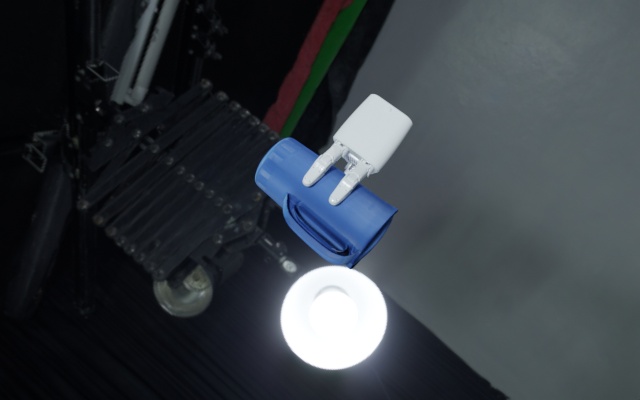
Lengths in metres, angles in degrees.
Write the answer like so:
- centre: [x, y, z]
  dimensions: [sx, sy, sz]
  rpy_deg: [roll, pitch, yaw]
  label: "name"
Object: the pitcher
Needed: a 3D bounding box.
- centre: [0.000, 0.003, 0.837]
  dimensions: [0.243, 0.145, 0.149]
  rpy_deg: [38, -5, 11]
  label: "pitcher"
